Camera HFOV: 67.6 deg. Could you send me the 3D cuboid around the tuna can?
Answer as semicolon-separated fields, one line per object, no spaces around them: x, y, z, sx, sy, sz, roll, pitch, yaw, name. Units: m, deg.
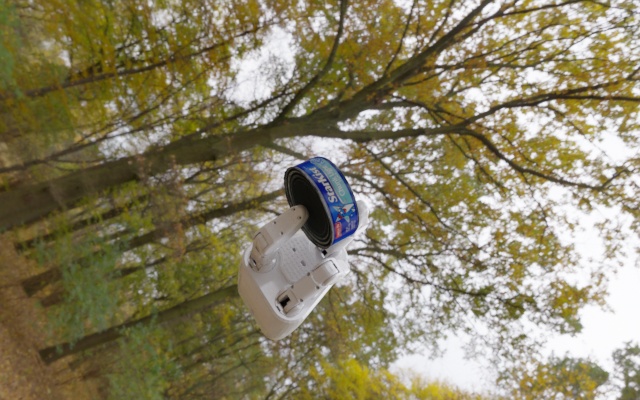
0.001;0.001;0.461;0.033;0.086;0.086;-26;10;-23;tuna can
